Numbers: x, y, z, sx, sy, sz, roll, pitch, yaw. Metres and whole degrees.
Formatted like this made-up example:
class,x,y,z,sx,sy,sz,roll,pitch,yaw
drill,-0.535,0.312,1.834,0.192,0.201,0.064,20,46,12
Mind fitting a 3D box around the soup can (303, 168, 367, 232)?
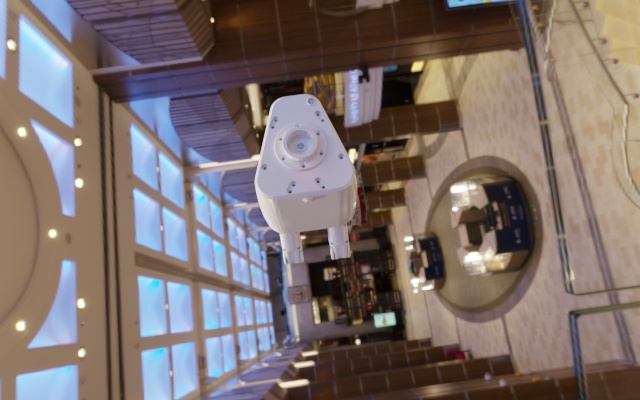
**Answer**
class,x,y,z,sx,sy,sz,roll,pitch,yaw
soup can,0.000,0.002,0.573,0.102,0.068,0.068,-8,0,-1
